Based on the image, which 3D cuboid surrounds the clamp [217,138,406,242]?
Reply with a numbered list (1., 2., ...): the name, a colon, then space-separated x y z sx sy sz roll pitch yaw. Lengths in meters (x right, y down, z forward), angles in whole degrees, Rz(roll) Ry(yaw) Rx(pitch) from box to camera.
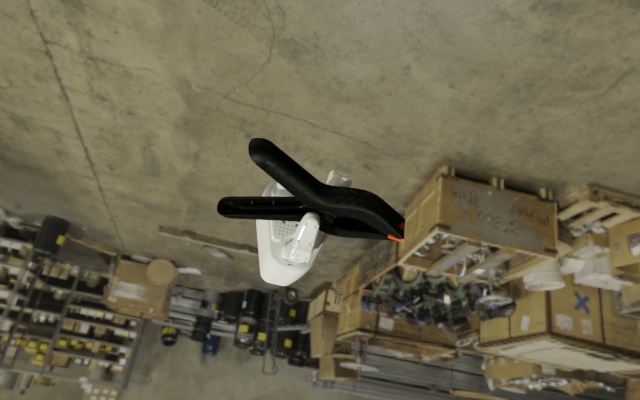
1. clamp: 0.000 0.003 0.504 0.210 0.036 0.165 14 -25 -10
